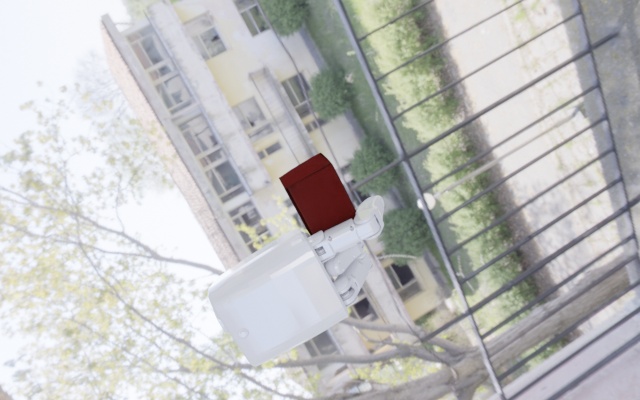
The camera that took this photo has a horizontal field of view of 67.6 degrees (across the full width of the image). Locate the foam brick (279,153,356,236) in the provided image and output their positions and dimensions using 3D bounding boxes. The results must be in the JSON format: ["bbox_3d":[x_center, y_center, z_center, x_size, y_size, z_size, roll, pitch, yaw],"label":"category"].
[{"bbox_3d":[0.000,0.001,0.477,0.051,0.078,0.053,-29,19,-3],"label":"foam brick"}]
